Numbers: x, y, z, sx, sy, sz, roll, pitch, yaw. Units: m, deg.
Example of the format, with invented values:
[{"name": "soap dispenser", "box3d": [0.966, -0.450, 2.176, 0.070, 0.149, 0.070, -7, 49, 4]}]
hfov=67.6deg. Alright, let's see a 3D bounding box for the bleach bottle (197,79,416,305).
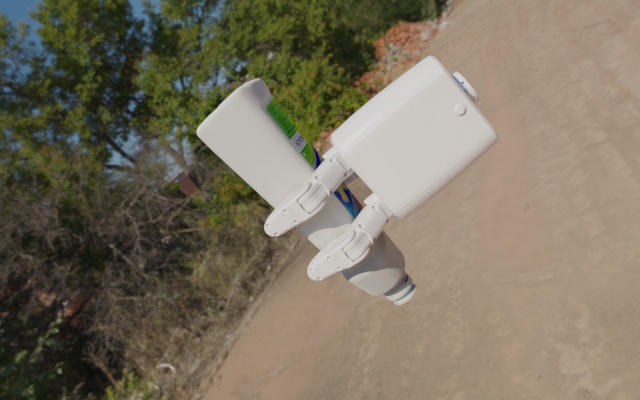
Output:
[{"name": "bleach bottle", "box3d": [0.000, 0.002, 0.455, 0.068, 0.251, 0.102, -40, 12, 15]}]
